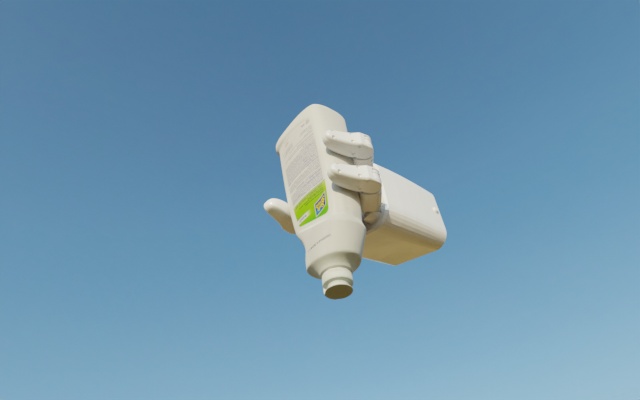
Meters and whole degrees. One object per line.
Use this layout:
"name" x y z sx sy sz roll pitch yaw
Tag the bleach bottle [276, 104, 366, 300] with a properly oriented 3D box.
"bleach bottle" 0.000 0.002 0.553 0.068 0.250 0.103 21 -49 -29
